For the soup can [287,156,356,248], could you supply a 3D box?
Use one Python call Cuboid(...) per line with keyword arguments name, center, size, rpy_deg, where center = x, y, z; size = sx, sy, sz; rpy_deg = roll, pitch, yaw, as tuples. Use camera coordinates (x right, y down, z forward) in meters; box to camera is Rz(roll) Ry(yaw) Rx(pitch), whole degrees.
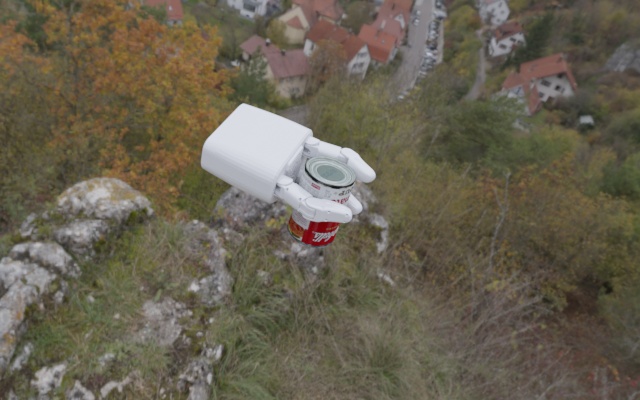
Cuboid(name="soup can", center=(0.001, 0.002, 0.623), size=(0.068, 0.102, 0.068), rpy_deg=(12, 35, -9))
